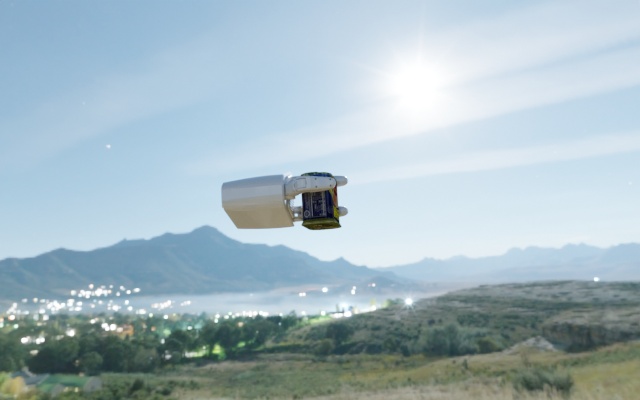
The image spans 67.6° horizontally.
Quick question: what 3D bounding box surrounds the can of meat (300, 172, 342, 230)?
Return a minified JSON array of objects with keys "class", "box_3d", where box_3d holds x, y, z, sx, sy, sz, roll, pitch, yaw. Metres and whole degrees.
[{"class":"can of meat","box_3d":[0.000,0.002,0.796,0.057,0.084,0.102,-6,-10,9]}]
